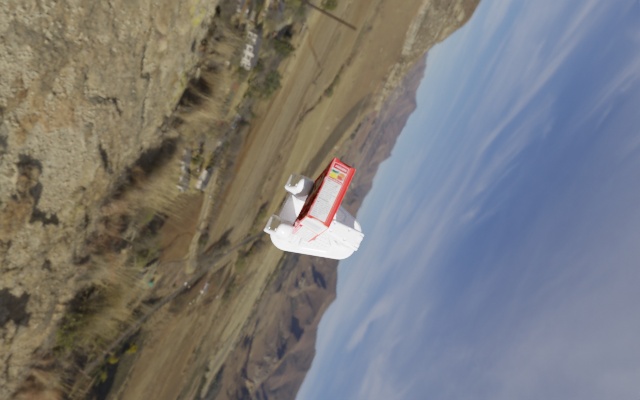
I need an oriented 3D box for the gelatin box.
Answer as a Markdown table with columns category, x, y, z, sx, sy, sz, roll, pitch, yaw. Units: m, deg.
| category | x | y | z | sx | sy | sz | roll | pitch | yaw |
| --- | --- | --- | --- | --- | --- | --- | --- | --- | --- |
| gelatin box | 0.001 | 0.002 | 0.528 | 0.030 | 0.073 | 0.089 | 28 | -19 | -7 |
